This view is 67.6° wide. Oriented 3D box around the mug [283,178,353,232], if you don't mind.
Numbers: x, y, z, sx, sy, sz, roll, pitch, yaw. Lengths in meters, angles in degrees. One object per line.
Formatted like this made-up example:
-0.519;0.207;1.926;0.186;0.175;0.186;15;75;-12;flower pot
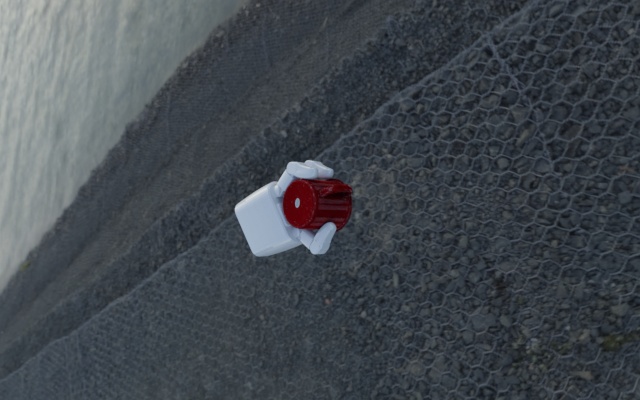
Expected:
0.001;0.002;0.783;0.081;0.093;0.117;3;-23;-46;mug
